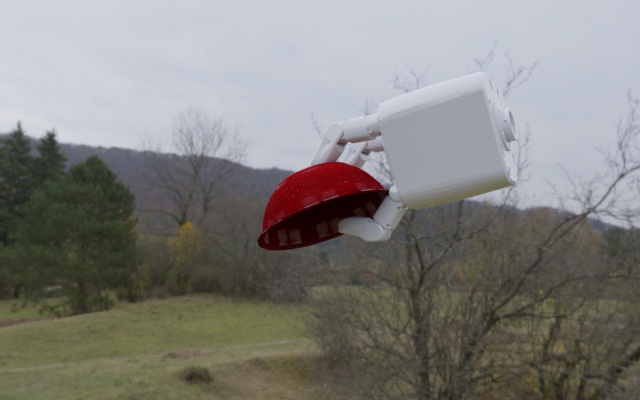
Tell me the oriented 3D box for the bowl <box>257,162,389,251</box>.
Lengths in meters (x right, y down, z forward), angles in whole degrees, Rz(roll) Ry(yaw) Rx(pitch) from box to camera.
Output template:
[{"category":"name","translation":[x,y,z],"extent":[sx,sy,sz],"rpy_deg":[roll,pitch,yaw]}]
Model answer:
[{"category":"bowl","translation":[-0.001,0.002,0.540],"extent":[0.162,0.055,0.162],"rpy_deg":[-18,-18,-6]}]
